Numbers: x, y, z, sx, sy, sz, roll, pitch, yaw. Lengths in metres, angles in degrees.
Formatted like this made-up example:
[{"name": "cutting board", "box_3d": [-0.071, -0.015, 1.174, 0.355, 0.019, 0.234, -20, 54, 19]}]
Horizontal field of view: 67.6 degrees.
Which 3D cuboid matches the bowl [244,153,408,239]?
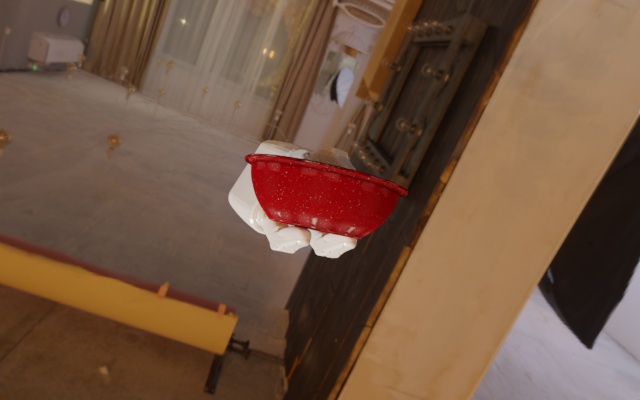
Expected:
[{"name": "bowl", "box_3d": [0.000, 0.002, 0.463, 0.162, 0.055, 0.162, 12, -5, 1]}]
